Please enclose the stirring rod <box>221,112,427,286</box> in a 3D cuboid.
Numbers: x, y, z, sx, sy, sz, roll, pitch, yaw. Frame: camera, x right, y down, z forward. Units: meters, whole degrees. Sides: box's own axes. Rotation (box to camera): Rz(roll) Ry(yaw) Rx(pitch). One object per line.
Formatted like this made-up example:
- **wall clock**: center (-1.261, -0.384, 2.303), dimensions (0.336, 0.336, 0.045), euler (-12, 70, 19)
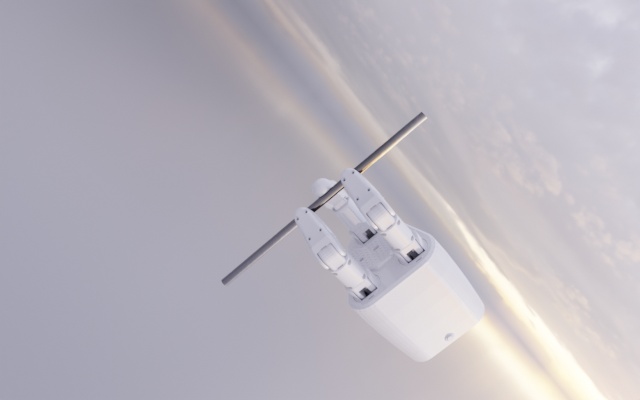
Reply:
- **stirring rod**: center (0.000, 0.002, 0.437), dimensions (0.239, 0.011, 0.011), euler (-40, -6, 8)
